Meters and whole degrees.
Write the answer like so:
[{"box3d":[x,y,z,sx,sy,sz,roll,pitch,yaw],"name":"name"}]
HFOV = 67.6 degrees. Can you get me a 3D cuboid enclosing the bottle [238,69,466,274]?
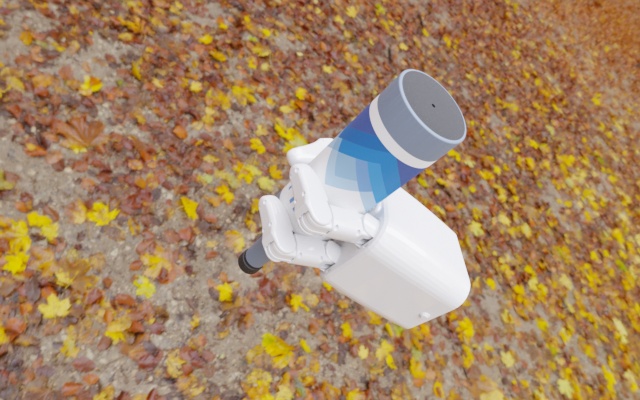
[{"box3d":[0.000,0.001,0.444,0.069,0.069,0.296,0,-29,-39],"name":"bottle"}]
